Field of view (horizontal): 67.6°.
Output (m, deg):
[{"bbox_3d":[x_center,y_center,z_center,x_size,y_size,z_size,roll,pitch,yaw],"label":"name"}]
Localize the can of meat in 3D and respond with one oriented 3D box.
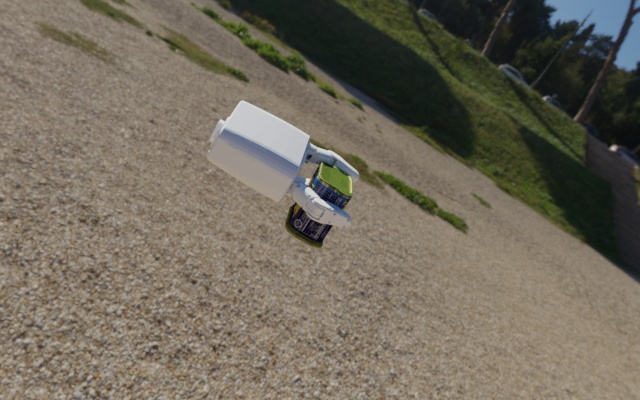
[{"bbox_3d":[0.000,0.002,0.641,0.057,0.084,0.102,30,18,-8],"label":"can of meat"}]
